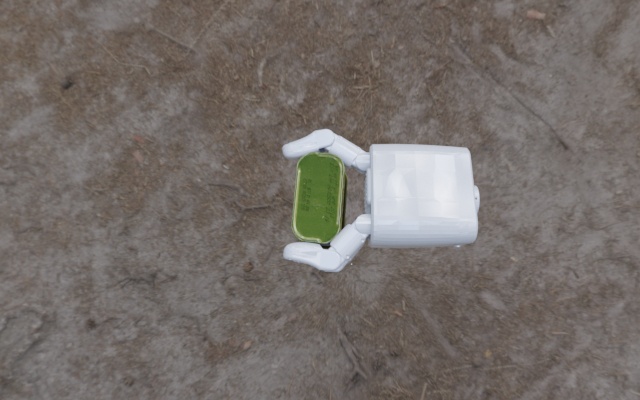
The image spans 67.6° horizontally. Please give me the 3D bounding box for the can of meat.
[{"bbox_3d":[0.000,0.002,0.536,0.057,0.102,0.084,4,-7,4],"label":"can of meat"}]
